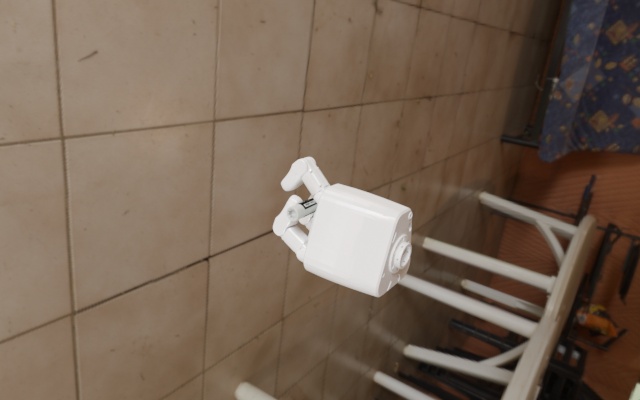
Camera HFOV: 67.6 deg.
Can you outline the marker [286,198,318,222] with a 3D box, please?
[{"bbox_3d":[0.000,0.002,0.627,0.020,0.020,0.121,0,14,36],"label":"marker"}]
